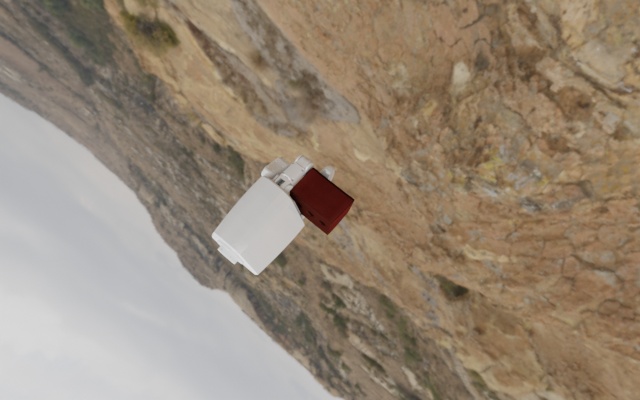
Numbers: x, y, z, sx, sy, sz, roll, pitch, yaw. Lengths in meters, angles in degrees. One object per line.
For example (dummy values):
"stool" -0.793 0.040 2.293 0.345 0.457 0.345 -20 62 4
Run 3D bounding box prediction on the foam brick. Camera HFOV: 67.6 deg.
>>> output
"foam brick" 0.000 0.002 0.691 0.078 0.051 0.053 38 -22 10
